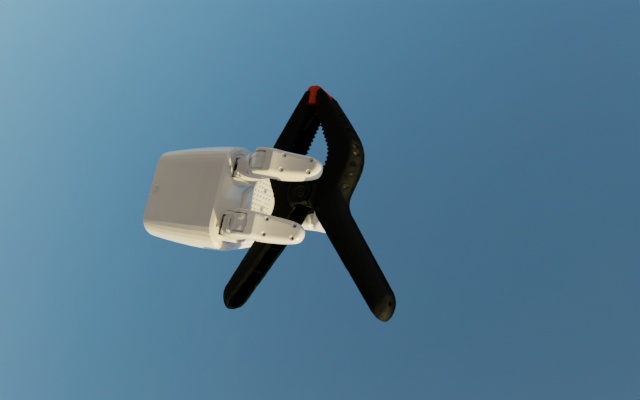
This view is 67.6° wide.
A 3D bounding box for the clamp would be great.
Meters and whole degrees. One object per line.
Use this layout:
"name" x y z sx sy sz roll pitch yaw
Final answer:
"clamp" 0.000 0.001 0.411 0.164 0.210 0.036 4 -13 33
